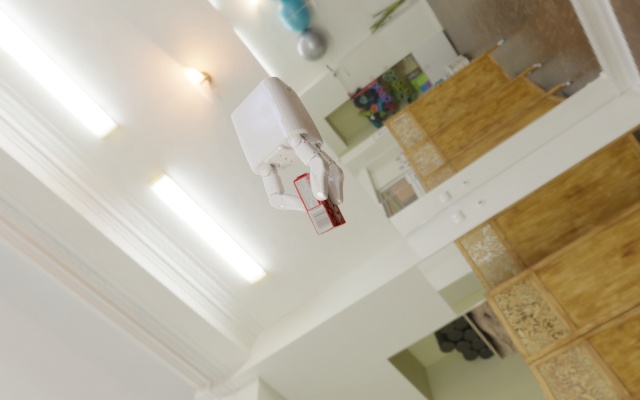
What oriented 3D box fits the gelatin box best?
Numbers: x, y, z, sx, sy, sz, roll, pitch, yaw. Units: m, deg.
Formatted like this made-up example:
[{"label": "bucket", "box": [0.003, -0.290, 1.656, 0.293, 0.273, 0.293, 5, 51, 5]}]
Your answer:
[{"label": "gelatin box", "box": [0.000, 0.003, 0.708, 0.030, 0.089, 0.073, -27, -5, 16]}]
